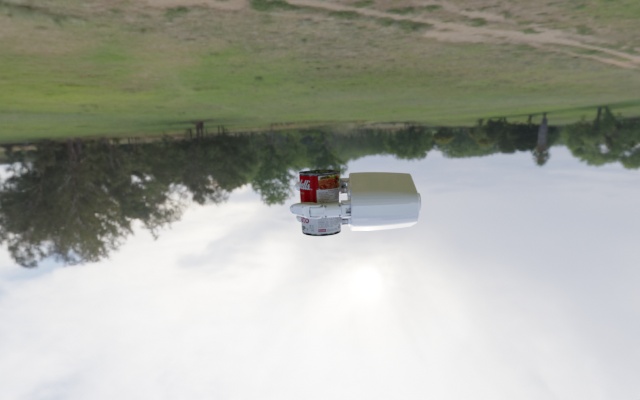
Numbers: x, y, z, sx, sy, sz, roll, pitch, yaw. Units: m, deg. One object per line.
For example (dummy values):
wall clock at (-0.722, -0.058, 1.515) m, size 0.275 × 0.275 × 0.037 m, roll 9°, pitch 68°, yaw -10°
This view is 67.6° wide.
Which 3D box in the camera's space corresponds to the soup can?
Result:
soup can at (0.000, 0.003, 0.788) m, size 0.068 × 0.102 × 0.068 m, roll -2°, pitch 9°, yaw 0°
